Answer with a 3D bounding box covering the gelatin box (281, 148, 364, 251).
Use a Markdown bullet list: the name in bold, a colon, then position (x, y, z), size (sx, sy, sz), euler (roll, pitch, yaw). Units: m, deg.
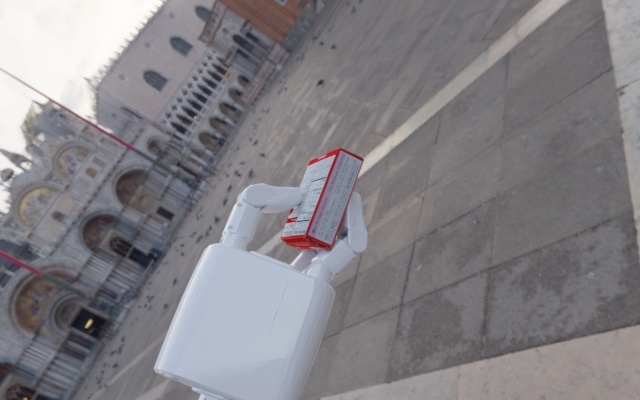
- **gelatin box**: position (0.000, 0.001, 0.442), size (0.030, 0.089, 0.073), euler (24, -14, -18)
